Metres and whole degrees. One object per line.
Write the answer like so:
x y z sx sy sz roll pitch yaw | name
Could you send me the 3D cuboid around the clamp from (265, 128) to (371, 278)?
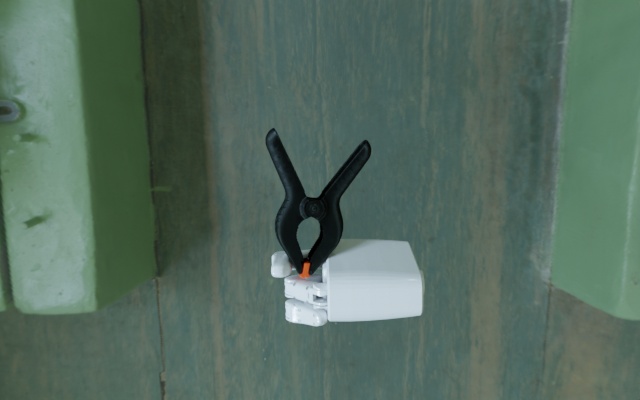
0.000 0.002 0.549 0.120 0.171 0.039 -2 10 -2 | clamp
